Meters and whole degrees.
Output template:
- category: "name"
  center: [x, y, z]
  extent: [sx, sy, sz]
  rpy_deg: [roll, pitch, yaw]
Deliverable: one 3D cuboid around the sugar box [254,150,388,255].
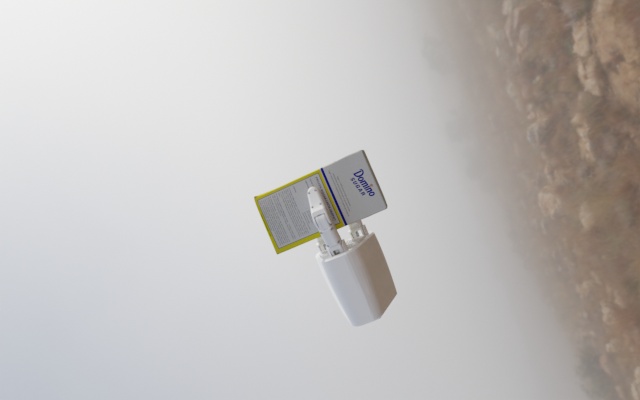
- category: "sugar box"
  center: [0.000, 0.002, 0.698]
  extent: [0.176, 0.093, 0.048]
  rpy_deg: [-23, 1, 9]
